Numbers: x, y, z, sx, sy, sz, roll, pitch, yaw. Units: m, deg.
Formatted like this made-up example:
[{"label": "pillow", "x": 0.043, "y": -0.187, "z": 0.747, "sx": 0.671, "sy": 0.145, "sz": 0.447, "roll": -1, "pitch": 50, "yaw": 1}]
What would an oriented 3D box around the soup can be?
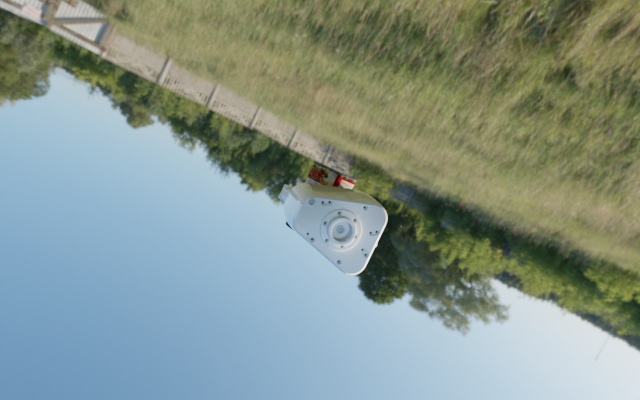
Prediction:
[{"label": "soup can", "x": 0.000, "y": 0.002, "z": 0.697, "sx": 0.068, "sy": 0.102, "sz": 0.068, "roll": 25, "pitch": 4, "yaw": -2}]
